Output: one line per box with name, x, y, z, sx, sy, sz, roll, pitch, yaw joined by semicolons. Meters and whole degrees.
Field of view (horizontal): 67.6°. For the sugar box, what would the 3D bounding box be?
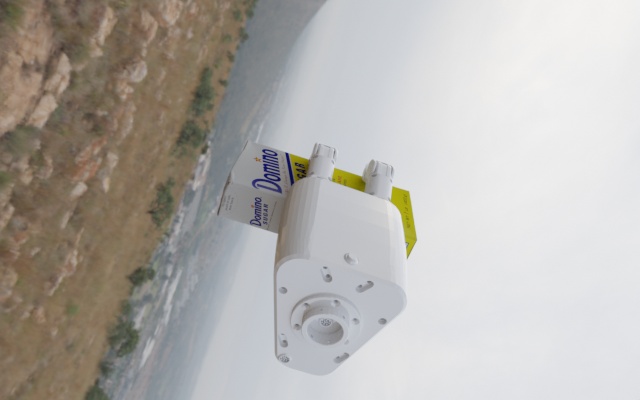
sugar box;0.000;0.001;0.458;0.176;0.048;0.093;19;30;-7
